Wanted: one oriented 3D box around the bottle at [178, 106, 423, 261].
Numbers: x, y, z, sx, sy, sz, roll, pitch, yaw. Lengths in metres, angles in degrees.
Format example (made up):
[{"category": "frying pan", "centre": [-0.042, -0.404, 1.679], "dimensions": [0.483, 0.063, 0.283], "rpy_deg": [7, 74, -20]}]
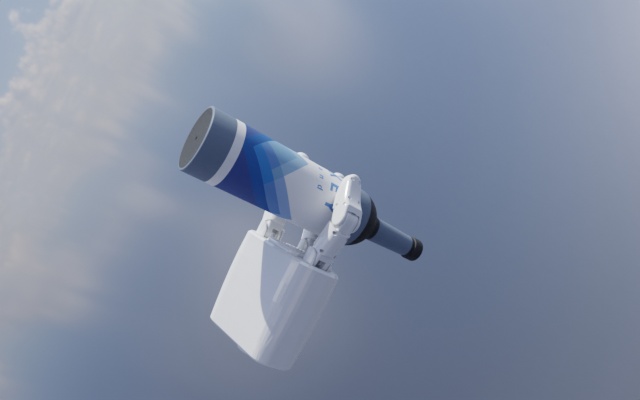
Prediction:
[{"category": "bottle", "centre": [0.000, 0.001, 0.508], "dimensions": [0.296, 0.069, 0.069], "rpy_deg": [27, -14, -29]}]
